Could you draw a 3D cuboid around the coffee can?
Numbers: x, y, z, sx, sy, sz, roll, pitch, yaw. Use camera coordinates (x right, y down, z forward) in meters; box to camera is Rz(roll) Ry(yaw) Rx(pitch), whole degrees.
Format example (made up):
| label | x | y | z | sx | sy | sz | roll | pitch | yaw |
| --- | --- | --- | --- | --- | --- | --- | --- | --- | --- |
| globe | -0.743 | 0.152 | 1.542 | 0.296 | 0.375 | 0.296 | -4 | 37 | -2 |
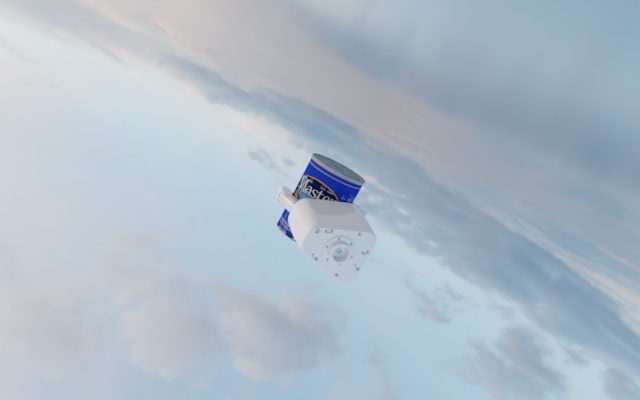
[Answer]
| label | x | y | z | sx | sy | sz | roll | pitch | yaw |
| --- | --- | --- | --- | --- | --- | --- | --- | --- | --- |
| coffee can | 0.000 | 0.003 | 0.834 | 0.103 | 0.140 | 0.102 | 27 | 13 | -7 |
